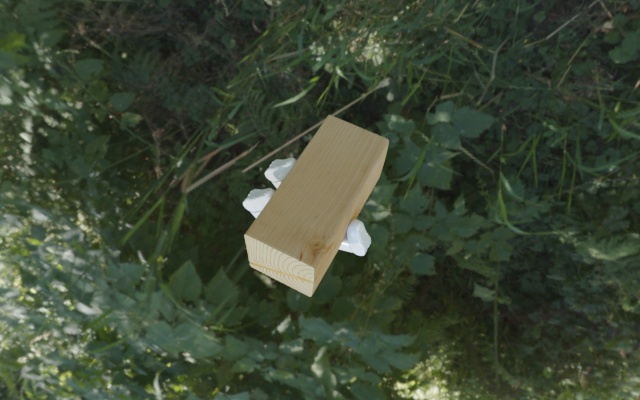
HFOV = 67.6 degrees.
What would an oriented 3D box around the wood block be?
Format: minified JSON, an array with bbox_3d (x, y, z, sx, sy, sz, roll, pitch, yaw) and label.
[{"bbox_3d":[0.000,0.002,0.606,0.091,0.206,0.090,25,-30,12],"label":"wood block"}]
